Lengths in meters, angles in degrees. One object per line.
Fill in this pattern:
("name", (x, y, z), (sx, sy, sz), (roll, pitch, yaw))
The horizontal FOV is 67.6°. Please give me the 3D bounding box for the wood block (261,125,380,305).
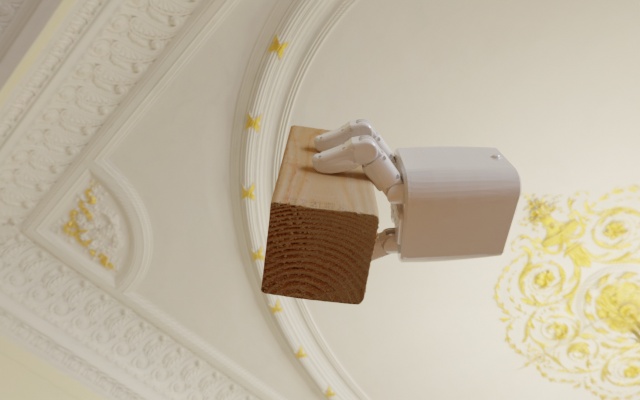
("wood block", (0.000, 0.002, 0.482), (0.090, 0.091, 0.206), (7, 25, -2))
